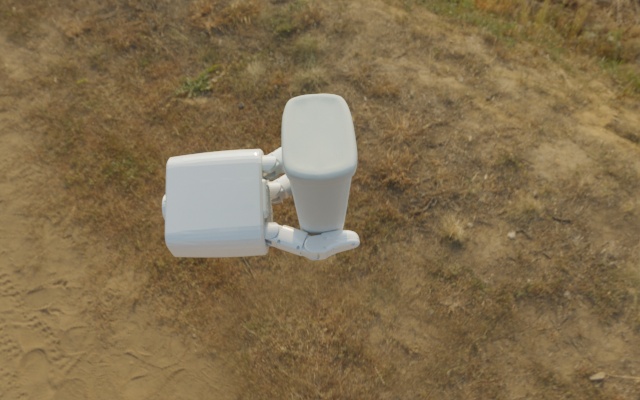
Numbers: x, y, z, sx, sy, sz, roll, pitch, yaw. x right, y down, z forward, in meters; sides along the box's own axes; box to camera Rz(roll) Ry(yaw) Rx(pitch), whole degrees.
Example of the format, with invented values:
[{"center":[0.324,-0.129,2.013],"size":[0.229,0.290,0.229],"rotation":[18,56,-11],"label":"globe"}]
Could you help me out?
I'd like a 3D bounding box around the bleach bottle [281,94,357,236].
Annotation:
[{"center":[0.000,0.002,0.536],"size":[0.068,0.102,0.251],"rotation":[-3,-31,-1],"label":"bleach bottle"}]
